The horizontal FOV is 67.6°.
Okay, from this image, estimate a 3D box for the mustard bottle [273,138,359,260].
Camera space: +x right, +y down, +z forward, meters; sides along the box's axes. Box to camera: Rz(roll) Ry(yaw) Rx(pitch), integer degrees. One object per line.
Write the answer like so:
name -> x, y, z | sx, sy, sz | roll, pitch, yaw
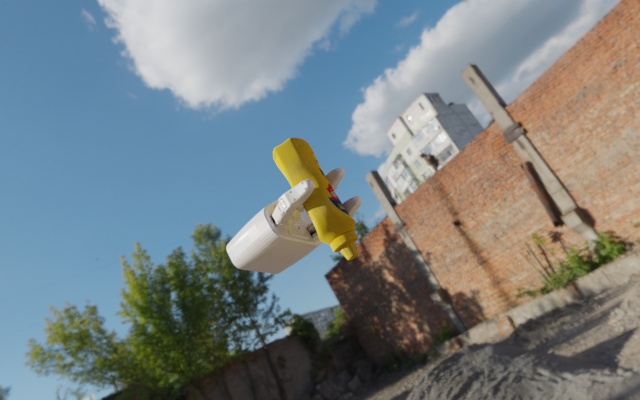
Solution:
mustard bottle -> 0.000, 0.002, 0.703 | 0.058, 0.191, 0.096 | -32, -17, 5
